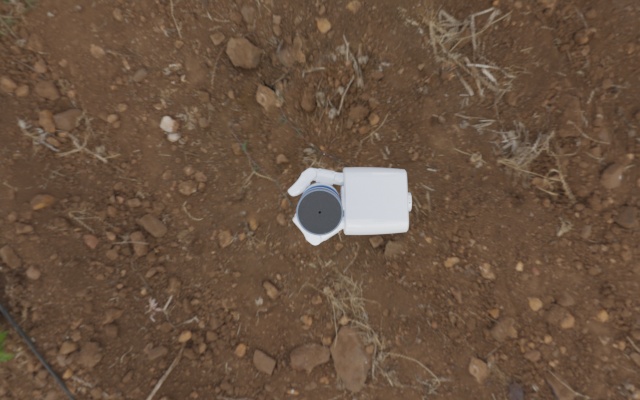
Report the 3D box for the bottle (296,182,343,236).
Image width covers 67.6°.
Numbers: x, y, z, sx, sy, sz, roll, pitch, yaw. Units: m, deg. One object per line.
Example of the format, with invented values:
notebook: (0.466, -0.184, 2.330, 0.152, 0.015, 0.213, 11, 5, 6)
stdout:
bottle: (0.000, 0.003, 0.815, 0.069, 0.069, 0.295, 0, 6, 0)
